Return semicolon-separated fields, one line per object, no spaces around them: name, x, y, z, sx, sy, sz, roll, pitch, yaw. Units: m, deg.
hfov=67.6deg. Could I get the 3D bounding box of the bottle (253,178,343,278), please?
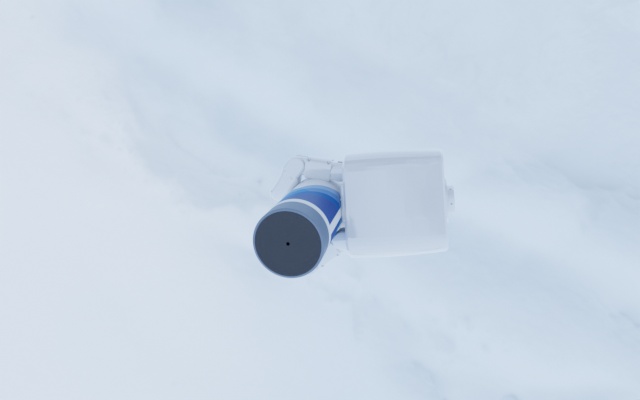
bottle;0.000;0.002;0.564;0.069;0.069;0.295;0;15;12
